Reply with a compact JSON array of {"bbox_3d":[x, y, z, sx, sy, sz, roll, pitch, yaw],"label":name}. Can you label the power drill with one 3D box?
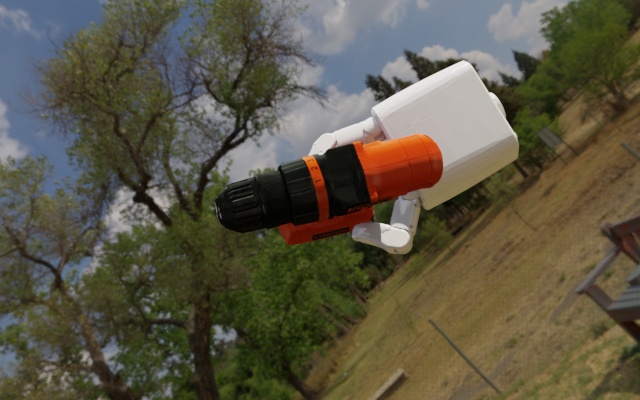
[{"bbox_3d":[0.000,0.001,0.442,0.184,0.057,0.188,-13,-8,-10],"label":"power drill"}]
